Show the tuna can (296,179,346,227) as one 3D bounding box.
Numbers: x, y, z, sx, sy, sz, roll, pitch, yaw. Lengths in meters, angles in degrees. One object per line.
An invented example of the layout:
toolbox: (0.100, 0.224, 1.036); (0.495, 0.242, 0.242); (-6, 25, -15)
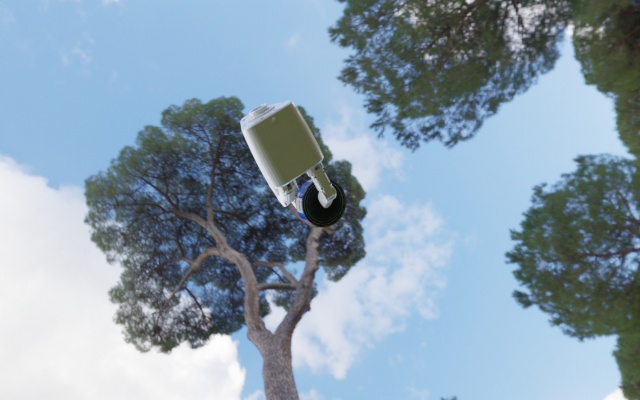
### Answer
tuna can: (0.000, 0.003, 0.840); (0.086, 0.086, 0.033); (0, 6, -27)
